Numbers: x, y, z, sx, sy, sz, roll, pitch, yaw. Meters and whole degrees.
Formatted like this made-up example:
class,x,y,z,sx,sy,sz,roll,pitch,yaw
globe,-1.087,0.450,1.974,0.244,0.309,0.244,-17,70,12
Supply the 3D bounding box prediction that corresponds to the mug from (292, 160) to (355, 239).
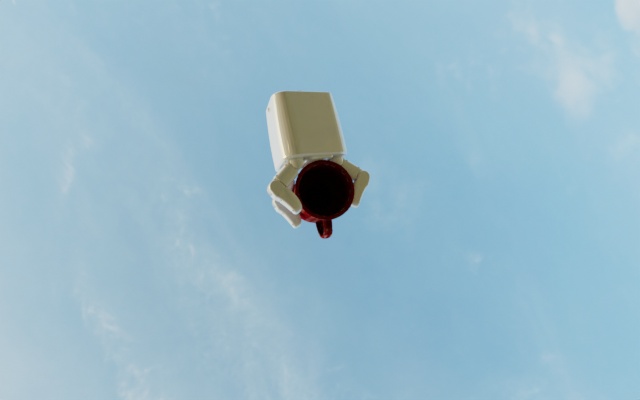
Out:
class,x,y,z,sx,sy,sz,roll,pitch,yaw
mug,0.000,0.004,0.755,0.093,0.117,0.081,-9,-8,-15
